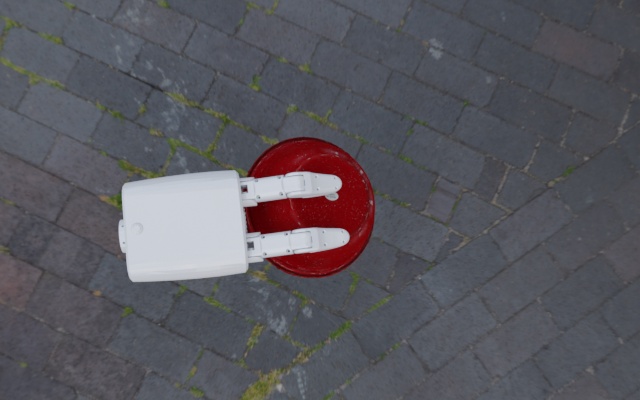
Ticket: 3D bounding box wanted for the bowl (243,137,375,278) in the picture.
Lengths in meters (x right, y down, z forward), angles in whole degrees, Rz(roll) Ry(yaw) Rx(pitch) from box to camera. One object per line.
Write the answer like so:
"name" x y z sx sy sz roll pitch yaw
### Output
"bowl" 0.001 0.001 0.516 0.162 0.162 0.055 0 -10 -24
